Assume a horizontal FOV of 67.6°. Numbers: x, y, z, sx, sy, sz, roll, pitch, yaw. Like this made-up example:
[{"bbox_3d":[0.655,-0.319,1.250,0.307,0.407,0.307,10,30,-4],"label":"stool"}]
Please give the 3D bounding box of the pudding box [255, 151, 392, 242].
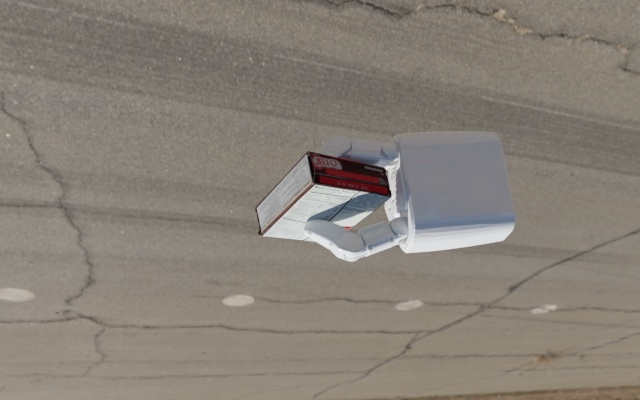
[{"bbox_3d":[0.000,0.002,0.470,0.090,0.039,0.113,10,-35,-32],"label":"pudding box"}]
